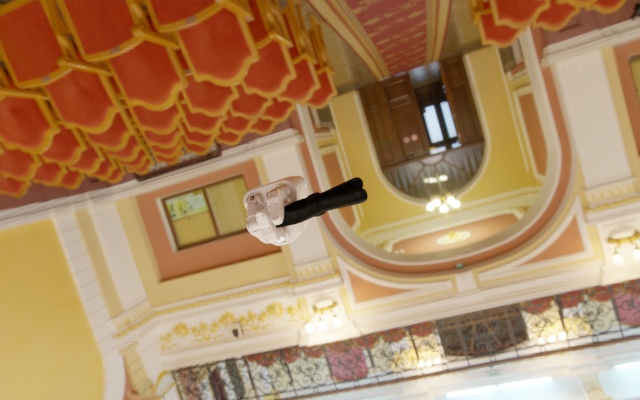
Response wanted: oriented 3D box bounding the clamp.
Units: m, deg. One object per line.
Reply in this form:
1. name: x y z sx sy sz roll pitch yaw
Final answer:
1. clamp: 0.000 0.003 0.790 0.171 0.039 0.120 -16 5 14
